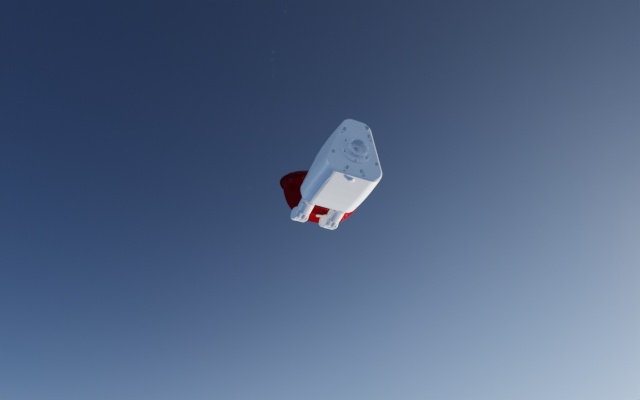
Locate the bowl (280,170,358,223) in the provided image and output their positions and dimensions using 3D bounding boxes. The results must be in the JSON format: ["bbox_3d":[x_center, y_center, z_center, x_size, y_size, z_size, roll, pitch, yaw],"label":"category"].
[{"bbox_3d":[0.000,0.004,0.880,0.162,0.055,0.162,8,-20,3],"label":"bowl"}]
